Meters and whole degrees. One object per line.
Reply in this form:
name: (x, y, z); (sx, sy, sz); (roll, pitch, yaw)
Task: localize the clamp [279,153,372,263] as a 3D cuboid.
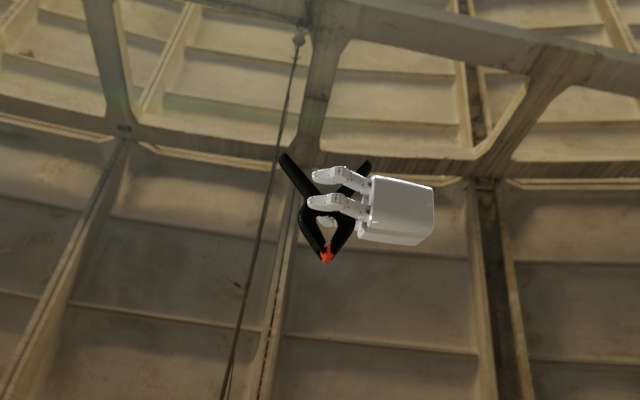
clamp: (0.000, 0.004, 0.795); (0.164, 0.209, 0.036); (9, -36, -2)
